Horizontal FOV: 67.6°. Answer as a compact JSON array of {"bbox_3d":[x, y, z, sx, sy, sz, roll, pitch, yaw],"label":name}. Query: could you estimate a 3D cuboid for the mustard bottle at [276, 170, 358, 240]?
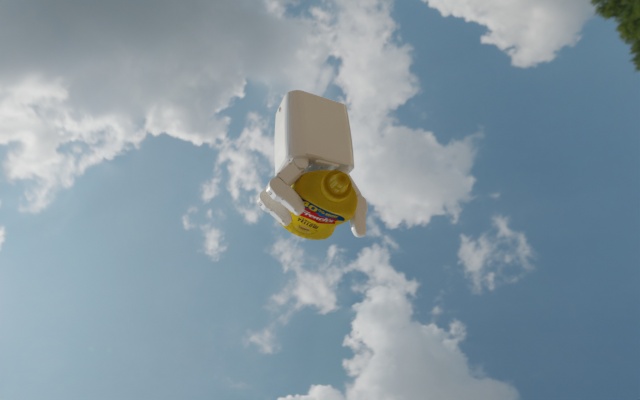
[{"bbox_3d":[0.000,0.003,0.687,0.096,0.058,0.192,26,-25,-9],"label":"mustard bottle"}]
